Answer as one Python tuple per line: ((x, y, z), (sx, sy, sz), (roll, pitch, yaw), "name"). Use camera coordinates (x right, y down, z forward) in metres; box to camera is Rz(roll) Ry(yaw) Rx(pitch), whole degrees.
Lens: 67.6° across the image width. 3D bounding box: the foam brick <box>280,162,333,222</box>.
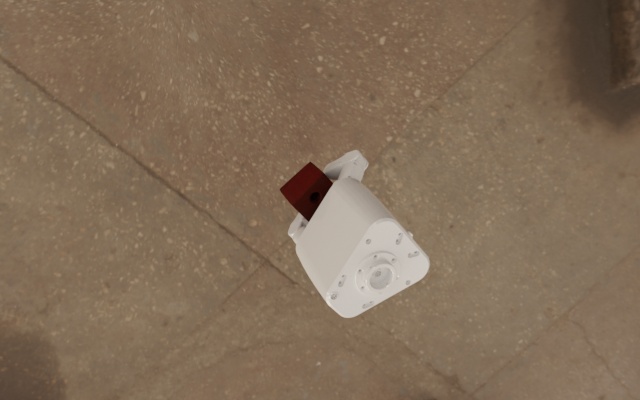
((0.000, 0.002, 0.574), (0.078, 0.053, 0.051), (45, 1, -29), "foam brick")
